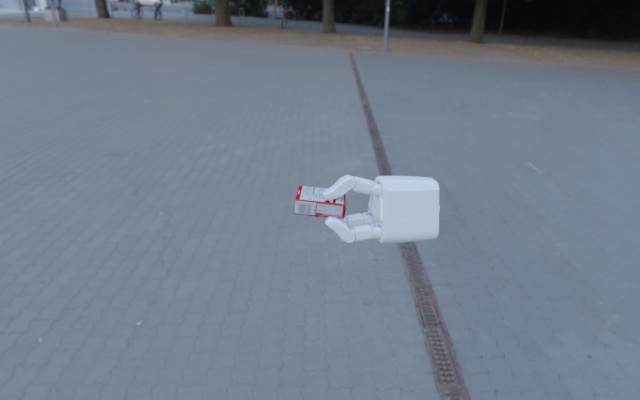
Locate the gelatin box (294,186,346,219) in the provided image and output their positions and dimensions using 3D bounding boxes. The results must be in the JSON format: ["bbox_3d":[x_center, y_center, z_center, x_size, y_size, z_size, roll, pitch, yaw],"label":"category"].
[{"bbox_3d":[0.000,0.002,0.847,0.089,0.030,0.073,6,22,0],"label":"gelatin box"}]
